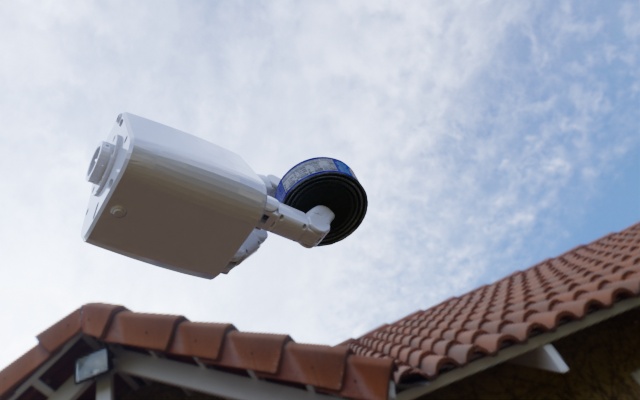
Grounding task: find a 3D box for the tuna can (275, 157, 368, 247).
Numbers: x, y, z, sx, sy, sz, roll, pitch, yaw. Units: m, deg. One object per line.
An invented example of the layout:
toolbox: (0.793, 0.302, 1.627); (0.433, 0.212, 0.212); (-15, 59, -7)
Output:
tuna can: (0.000, 0.001, 0.460); (0.086, 0.086, 0.033); (0, 35, -18)
